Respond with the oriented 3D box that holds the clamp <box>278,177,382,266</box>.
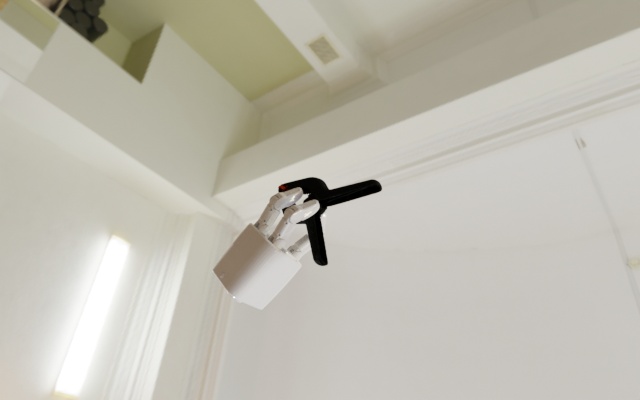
[{"bbox_3d":[0.000,0.003,0.822,0.036,0.164,0.210,47,-7,-40],"label":"clamp"}]
